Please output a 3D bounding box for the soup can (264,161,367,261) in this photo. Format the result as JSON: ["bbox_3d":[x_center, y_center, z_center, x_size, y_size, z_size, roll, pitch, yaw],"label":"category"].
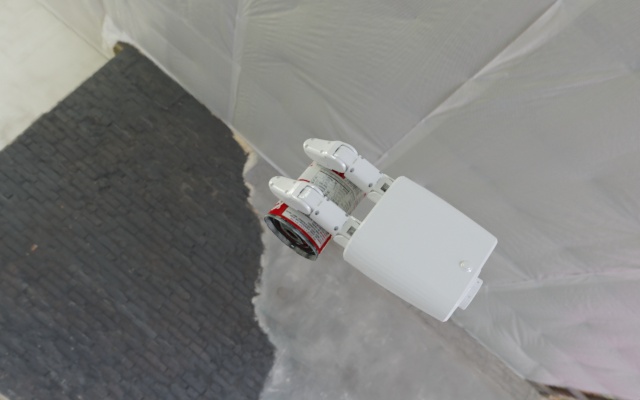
[{"bbox_3d":[0.000,0.001,0.495,0.068,0.102,0.068,35,-20,14],"label":"soup can"}]
